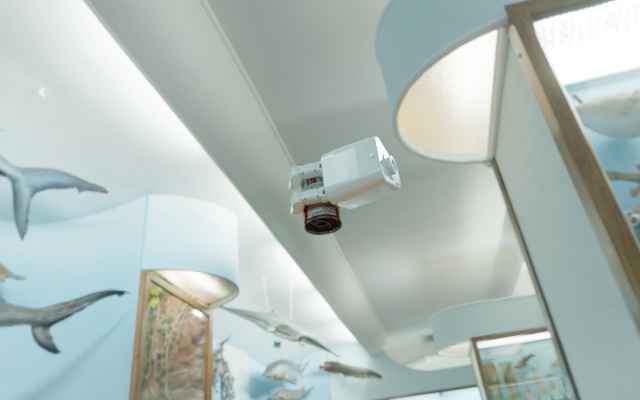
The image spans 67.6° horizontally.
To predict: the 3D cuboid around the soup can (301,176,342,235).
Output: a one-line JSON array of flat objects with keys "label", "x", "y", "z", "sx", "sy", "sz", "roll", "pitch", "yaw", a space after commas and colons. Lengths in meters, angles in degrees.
[{"label": "soup can", "x": 0.000, "y": 0.003, "z": 0.874, "sx": 0.068, "sy": 0.102, "sz": 0.068, "roll": -5, "pitch": -30, "yaw": -3}]
